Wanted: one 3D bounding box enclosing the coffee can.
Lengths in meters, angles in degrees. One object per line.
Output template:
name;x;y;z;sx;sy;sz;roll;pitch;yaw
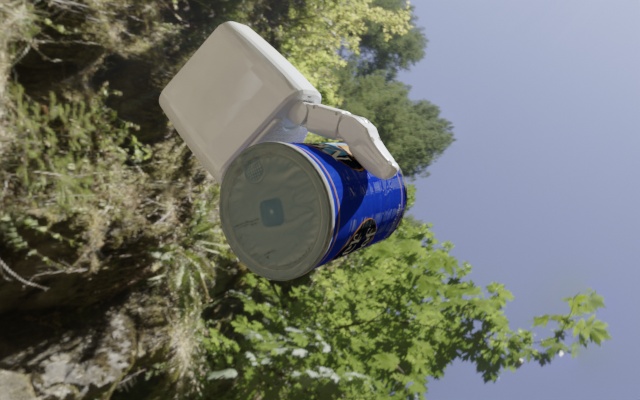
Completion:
coffee can;0.000;0.001;0.406;0.103;0.103;0.140;0;6;32
